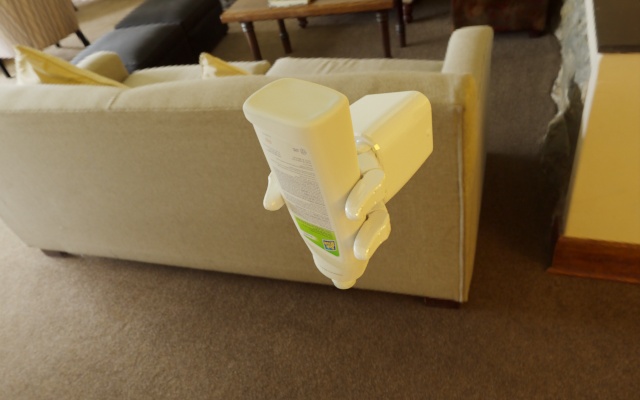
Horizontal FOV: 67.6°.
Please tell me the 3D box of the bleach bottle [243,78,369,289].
[{"bbox_3d":[0.000,0.002,0.510,0.102,0.251,0.068,25,54,37],"label":"bleach bottle"}]
